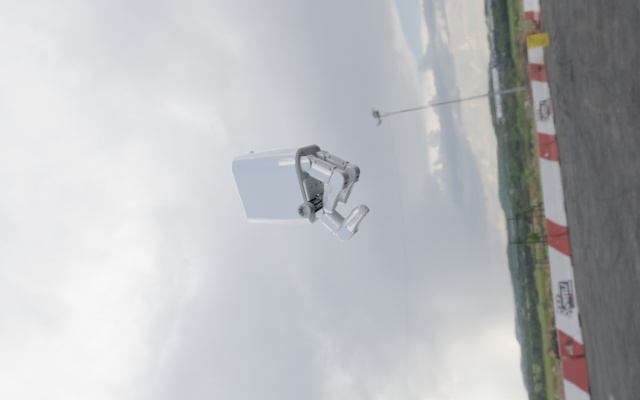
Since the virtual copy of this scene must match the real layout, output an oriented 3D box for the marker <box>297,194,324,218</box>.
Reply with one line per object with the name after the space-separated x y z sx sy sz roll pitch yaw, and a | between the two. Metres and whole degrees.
0.000 0.002 0.660 0.020 0.020 0.121 0 11 21 | marker
